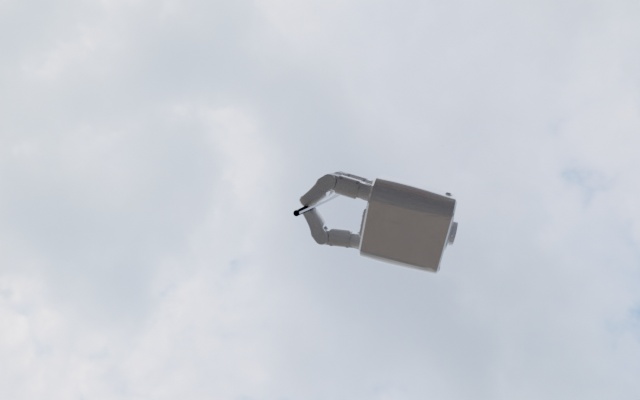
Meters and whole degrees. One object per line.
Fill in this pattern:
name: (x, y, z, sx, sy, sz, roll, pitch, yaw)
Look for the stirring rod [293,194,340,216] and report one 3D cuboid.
stirring rod: (0.000, 0.002, 0.697, 0.011, 0.011, 0.239, 0, 6, 14)
